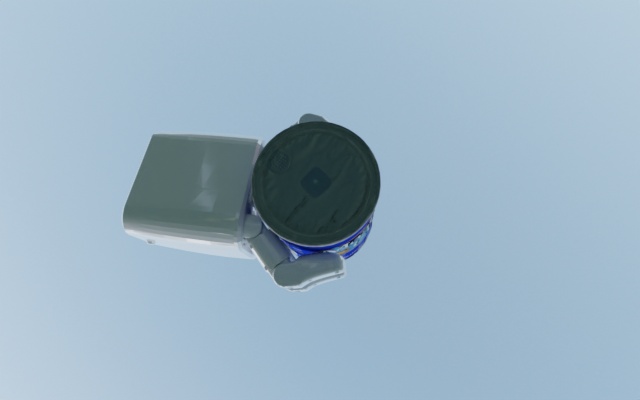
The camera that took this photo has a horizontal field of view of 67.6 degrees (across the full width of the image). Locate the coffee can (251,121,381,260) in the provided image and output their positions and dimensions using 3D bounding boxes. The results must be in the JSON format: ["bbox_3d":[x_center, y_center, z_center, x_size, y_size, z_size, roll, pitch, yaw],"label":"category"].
[{"bbox_3d":[0.000,0.001,0.442,0.103,0.102,0.140,0,-14,4],"label":"coffee can"}]
